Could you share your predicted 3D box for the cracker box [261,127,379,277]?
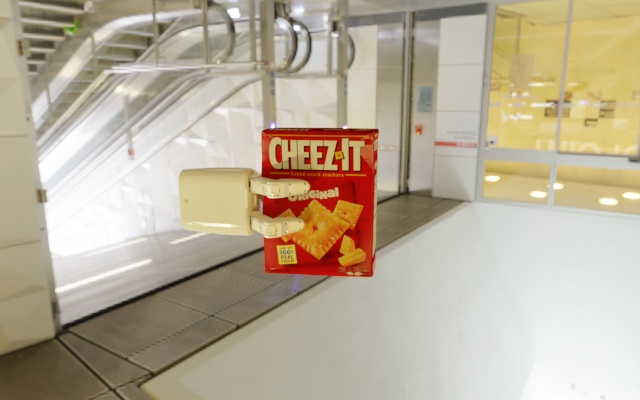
[{"bbox_3d":[0.000,0.002,0.703,0.164,0.214,0.072,2,13,9],"label":"cracker box"}]
